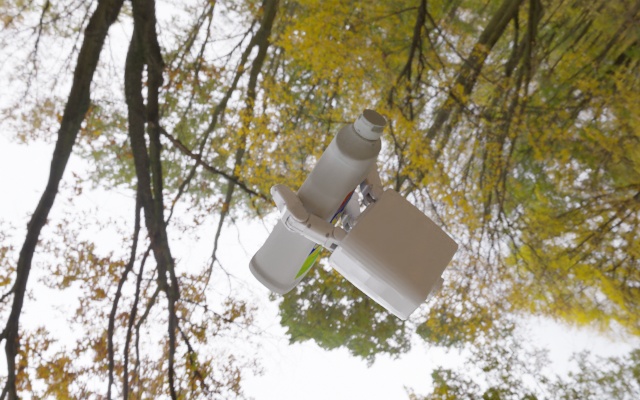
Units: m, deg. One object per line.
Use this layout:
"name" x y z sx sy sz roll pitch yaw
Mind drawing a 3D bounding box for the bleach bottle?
"bleach bottle" 0.000 0.002 0.564 0.068 0.251 0.102 38 38 8
